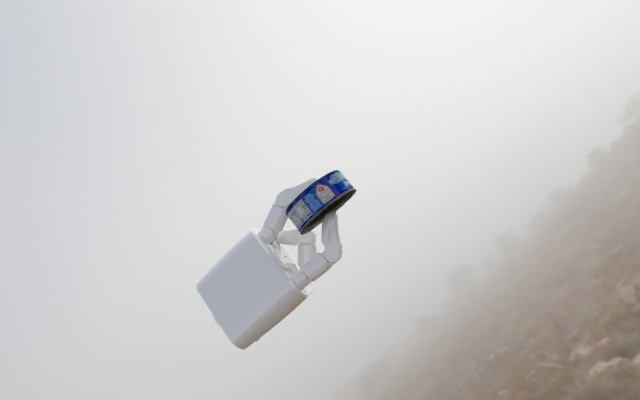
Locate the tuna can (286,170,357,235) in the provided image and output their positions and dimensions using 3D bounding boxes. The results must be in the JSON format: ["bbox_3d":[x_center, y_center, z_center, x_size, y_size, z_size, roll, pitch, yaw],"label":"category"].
[{"bbox_3d":[0.000,0.001,0.574,0.086,0.033,0.086,-38,-9,-7],"label":"tuna can"}]
